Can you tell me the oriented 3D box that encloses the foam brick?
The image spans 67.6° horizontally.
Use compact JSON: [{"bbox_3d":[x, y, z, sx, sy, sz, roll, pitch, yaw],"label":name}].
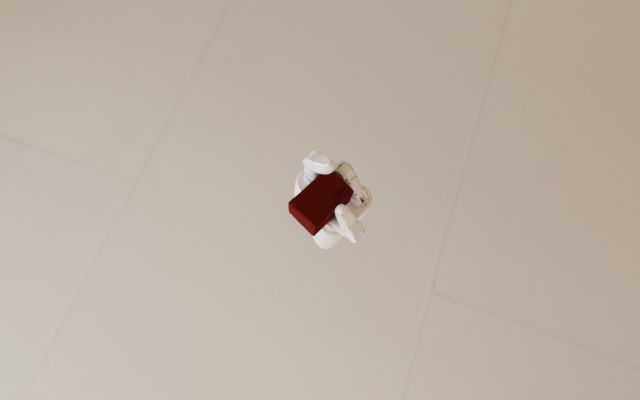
[{"bbox_3d":[0.000,0.002,0.662,0.078,0.053,0.051,-43,-9,-16],"label":"foam brick"}]
